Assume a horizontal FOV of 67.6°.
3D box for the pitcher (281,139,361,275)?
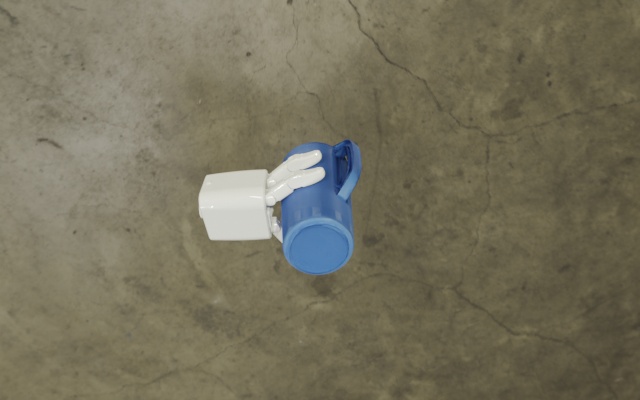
[{"bbox_3d":[0.000,0.003,0.803,0.145,0.149,0.242,-3,32,-1],"label":"pitcher"}]
